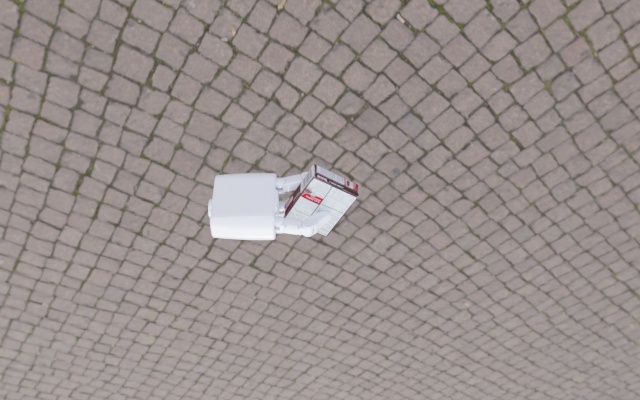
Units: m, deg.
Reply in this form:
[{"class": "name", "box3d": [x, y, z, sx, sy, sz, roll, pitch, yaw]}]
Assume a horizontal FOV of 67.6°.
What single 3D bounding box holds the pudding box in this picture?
[{"class": "pudding box", "box3d": [0.000, 0.003, 0.831, 0.090, 0.039, 0.113, 24, -52, -19]}]
